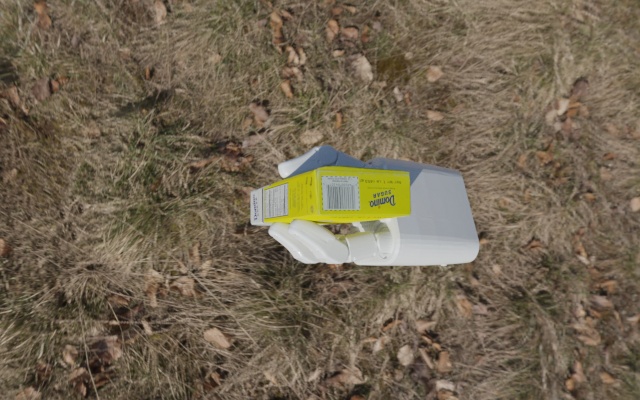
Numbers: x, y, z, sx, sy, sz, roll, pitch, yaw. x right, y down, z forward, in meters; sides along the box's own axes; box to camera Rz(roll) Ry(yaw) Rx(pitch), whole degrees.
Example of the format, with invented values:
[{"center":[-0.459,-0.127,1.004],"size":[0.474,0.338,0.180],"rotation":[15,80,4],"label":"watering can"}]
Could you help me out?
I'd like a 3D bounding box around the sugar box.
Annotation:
[{"center":[0.000,0.002,0.474],"size":[0.093,0.048,0.176],"rotation":[2,-8,-25],"label":"sugar box"}]
